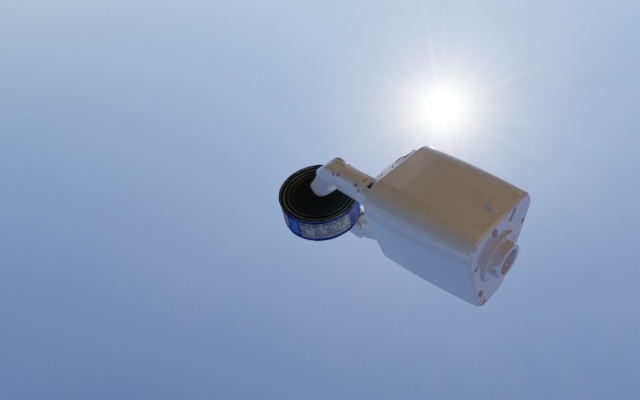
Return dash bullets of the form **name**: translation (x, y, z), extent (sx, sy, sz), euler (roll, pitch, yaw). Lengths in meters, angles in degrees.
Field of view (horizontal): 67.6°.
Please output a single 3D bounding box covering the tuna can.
- **tuna can**: translation (0.000, 0.002, 0.511), extent (0.086, 0.086, 0.034), euler (0, -44, 11)
